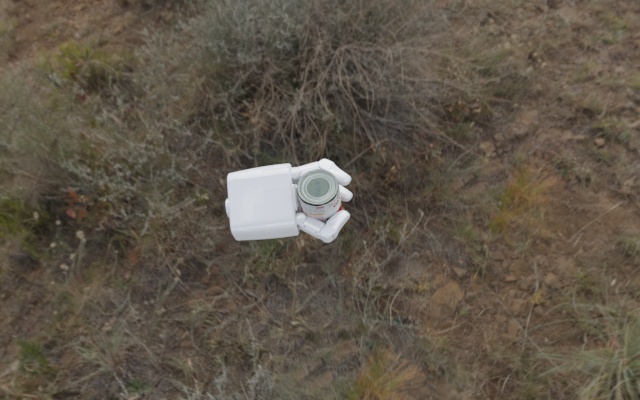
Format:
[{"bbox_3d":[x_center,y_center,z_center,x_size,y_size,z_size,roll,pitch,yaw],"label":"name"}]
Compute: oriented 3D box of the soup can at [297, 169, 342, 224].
[{"bbox_3d":[0.001,0.002,0.781,0.068,0.068,0.102,0,-29,6],"label":"soup can"}]
